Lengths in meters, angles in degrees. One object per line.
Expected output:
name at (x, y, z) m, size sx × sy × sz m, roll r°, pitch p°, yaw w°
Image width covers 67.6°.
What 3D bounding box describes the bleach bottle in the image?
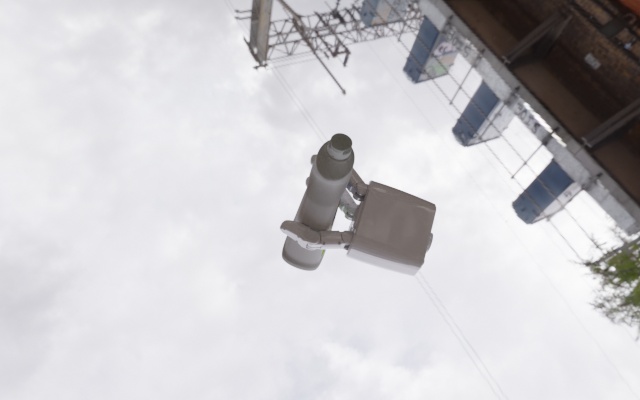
bleach bottle at (0.000, 0.002, 0.690) m, size 0.068 × 0.102 × 0.251 m, roll 19°, pitch -35°, yaw 0°
